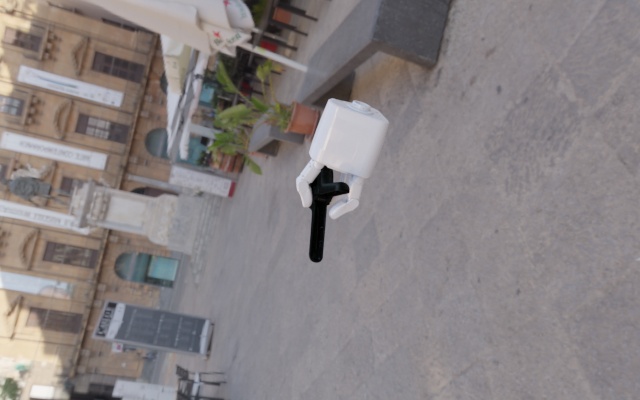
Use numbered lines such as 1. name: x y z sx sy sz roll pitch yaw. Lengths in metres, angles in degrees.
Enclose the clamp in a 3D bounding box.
1. clamp: -0.001 0.002 0.889 0.036 0.165 0.210 13 24 -16
